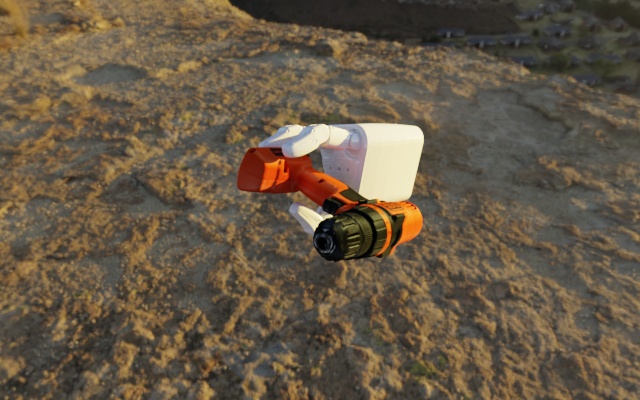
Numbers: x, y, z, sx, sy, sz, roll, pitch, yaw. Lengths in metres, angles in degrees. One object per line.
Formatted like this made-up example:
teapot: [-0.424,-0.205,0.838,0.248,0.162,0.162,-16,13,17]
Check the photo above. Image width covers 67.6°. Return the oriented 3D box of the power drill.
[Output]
power drill: [0.000,0.001,0.516,0.187,0.057,0.184,30,18,28]
